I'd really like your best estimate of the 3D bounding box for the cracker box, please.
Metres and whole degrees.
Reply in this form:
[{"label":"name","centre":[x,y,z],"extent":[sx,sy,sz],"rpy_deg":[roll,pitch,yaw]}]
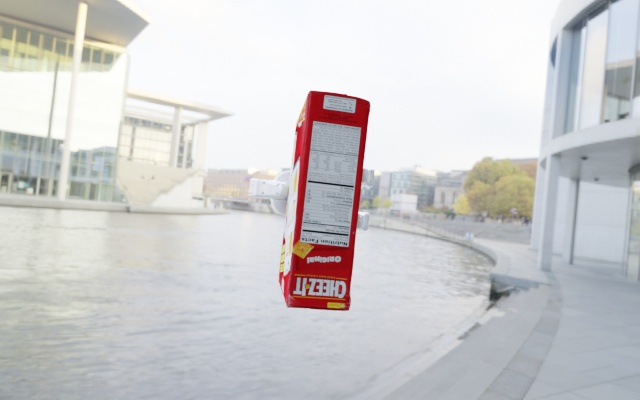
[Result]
[{"label":"cracker box","centre":[0.000,0.002,0.540],"extent":[0.072,0.213,0.164],"rpy_deg":[6,-2,-7]}]
